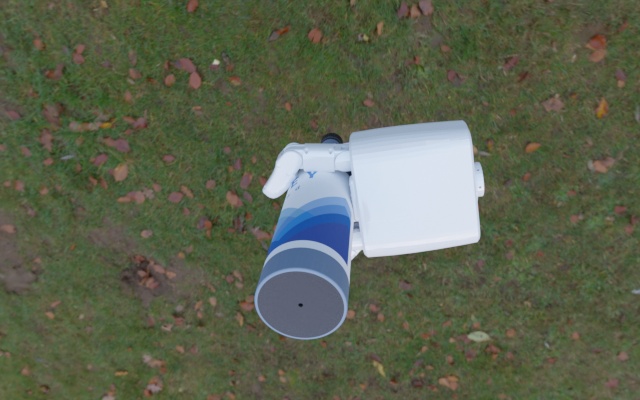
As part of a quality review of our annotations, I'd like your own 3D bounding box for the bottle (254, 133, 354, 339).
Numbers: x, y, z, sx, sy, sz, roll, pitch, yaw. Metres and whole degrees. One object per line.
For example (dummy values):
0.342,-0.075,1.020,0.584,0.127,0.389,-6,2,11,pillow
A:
0.000,0.002,0.463,0.069,0.069,0.295,0,30,6,bottle
